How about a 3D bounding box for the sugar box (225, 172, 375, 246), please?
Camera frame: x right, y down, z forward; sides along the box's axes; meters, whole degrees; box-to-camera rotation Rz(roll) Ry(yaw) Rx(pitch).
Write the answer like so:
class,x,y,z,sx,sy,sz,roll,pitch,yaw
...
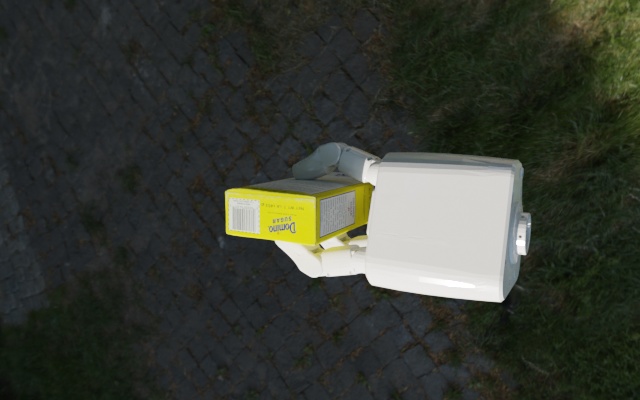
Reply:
class,x,y,z,sx,sy,sz,roll,pitch,yaw
sugar box,0.000,0.002,0.461,0.093,0.048,0.176,6,8,30
